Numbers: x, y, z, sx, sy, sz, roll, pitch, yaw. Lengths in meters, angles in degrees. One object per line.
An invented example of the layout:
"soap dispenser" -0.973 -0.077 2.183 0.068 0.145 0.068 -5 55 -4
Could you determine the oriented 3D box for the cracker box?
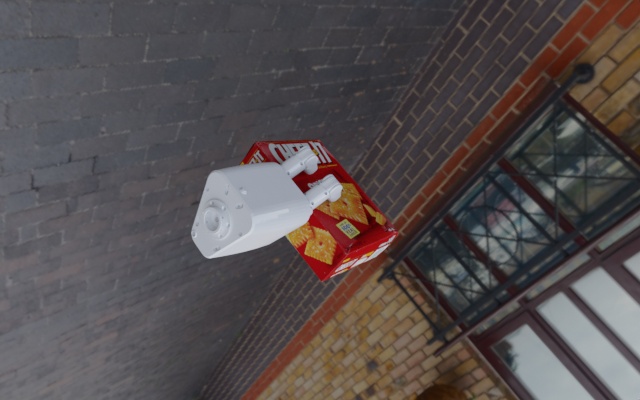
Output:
"cracker box" 0.000 0.003 0.722 0.072 0.213 0.164 -49 -21 29
